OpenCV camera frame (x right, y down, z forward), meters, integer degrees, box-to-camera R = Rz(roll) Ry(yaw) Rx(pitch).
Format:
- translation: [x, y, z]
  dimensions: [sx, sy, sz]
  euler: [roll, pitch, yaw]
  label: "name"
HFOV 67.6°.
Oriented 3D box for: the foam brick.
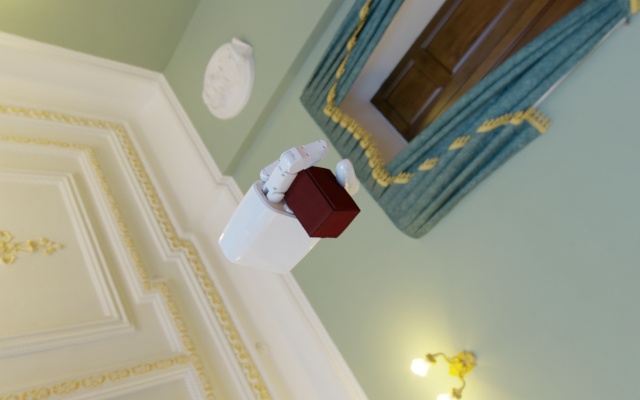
- translation: [0.000, 0.002, 0.582]
  dimensions: [0.053, 0.051, 0.078]
  euler: [6, 40, -48]
  label: "foam brick"
